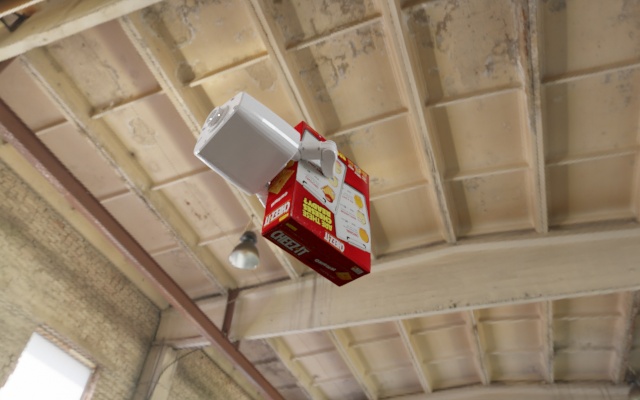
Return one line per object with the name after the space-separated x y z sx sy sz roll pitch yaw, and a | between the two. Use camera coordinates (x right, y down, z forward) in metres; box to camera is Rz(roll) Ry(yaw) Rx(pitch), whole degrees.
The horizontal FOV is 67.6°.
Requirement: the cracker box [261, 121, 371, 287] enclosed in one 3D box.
0.000 0.002 0.743 0.072 0.213 0.164 -33 -56 32 | cracker box
